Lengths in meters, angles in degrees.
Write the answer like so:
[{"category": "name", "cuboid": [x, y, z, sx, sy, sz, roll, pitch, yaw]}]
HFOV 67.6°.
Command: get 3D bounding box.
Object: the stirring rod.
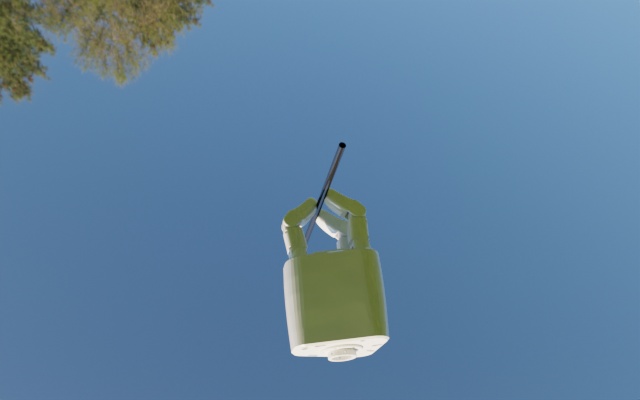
[{"category": "stirring rod", "cuboid": [0.000, 0.002, 0.611, 0.011, 0.011, 0.240, 0, -30, -13]}]
